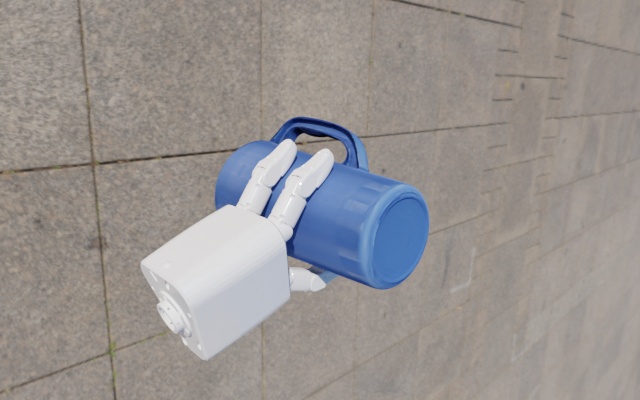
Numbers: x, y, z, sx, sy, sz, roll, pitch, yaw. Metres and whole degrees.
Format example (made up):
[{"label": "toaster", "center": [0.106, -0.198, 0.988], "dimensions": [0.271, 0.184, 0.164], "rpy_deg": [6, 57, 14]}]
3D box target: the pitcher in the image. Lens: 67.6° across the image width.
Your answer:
[{"label": "pitcher", "center": [0.000, 0.002, 0.545], "dimensions": [0.145, 0.149, 0.243], "rpy_deg": [-33, 33, -33]}]
